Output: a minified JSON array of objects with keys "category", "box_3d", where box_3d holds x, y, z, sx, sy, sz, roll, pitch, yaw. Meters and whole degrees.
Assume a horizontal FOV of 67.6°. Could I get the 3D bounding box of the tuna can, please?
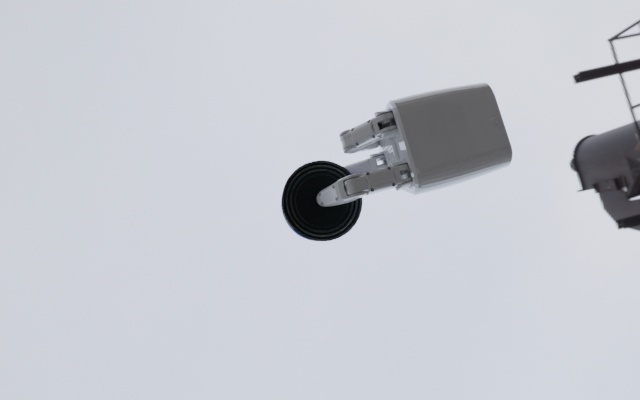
[{"category":"tuna can","box_3d":[0.000,0.002,0.518,0.086,0.086,0.034,0,-6,-8]}]
